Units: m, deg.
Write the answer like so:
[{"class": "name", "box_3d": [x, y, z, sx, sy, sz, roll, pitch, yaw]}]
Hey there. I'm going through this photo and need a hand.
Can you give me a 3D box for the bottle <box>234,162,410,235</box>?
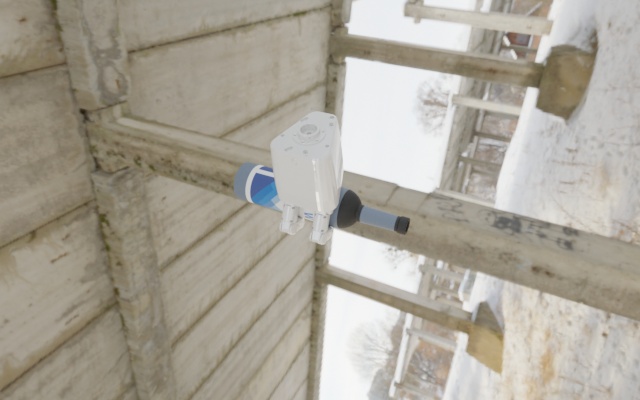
[{"class": "bottle", "box_3d": [0.000, 0.003, 0.779, 0.295, 0.069, 0.069, 16, 6, 20]}]
